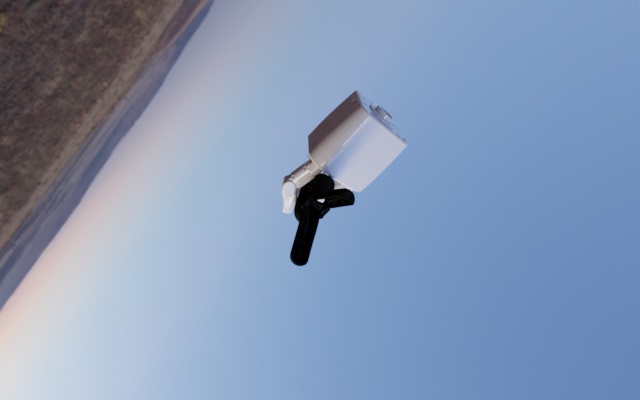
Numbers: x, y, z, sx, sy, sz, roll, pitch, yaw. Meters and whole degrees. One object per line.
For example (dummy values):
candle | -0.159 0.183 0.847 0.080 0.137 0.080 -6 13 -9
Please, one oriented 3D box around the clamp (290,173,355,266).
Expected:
clamp | 0.000 0.002 0.659 0.039 0.120 0.171 37 23 -23
